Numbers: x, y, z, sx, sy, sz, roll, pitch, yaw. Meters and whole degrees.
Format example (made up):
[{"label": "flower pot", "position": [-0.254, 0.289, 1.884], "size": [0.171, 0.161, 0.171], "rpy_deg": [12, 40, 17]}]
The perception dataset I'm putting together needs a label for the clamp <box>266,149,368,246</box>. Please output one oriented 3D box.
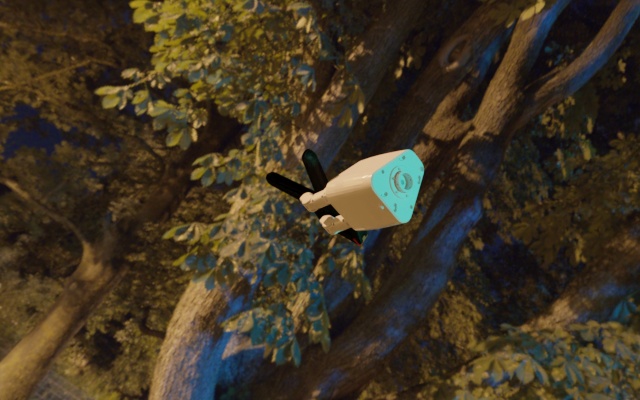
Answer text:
[{"label": "clamp", "position": [0.001, 0.003, 0.851], "size": [0.210, 0.036, 0.164], "rpy_deg": [47, -28, -20]}]
